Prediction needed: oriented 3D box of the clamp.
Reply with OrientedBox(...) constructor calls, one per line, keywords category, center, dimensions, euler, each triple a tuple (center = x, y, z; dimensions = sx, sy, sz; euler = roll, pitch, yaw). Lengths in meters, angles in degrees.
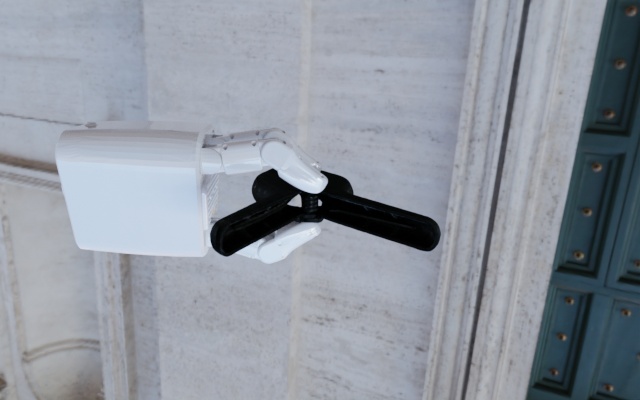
OrientedBox(category="clamp", center=(0.000, 0.002, 0.418), dimensions=(0.164, 0.036, 0.210), euler=(3, 16, -5))
